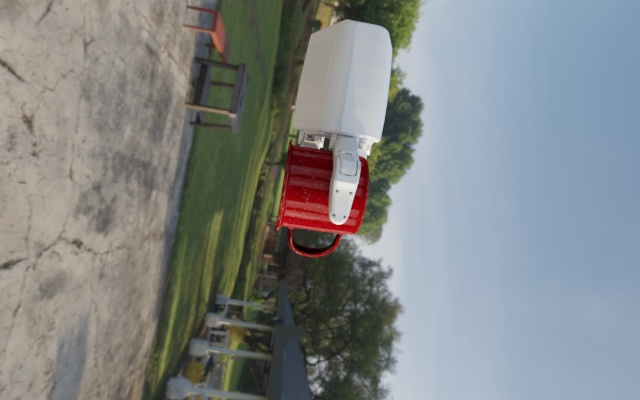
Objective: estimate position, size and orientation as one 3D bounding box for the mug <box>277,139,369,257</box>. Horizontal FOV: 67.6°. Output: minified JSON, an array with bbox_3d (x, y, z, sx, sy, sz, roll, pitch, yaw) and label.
[{"bbox_3d":[0.000,0.003,0.487,0.081,0.117,0.093,8,8,-5],"label":"mug"}]
